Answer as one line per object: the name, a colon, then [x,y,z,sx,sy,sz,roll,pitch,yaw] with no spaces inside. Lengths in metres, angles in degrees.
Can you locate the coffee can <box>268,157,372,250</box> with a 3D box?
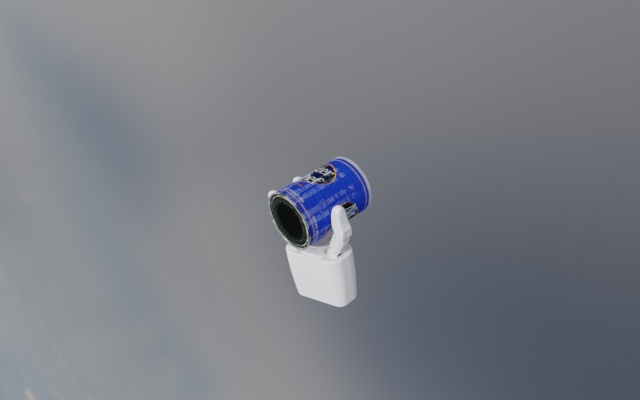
coffee can: [0.000,0.002,0.785,0.140,0.103,0.103,-31,17,-30]
